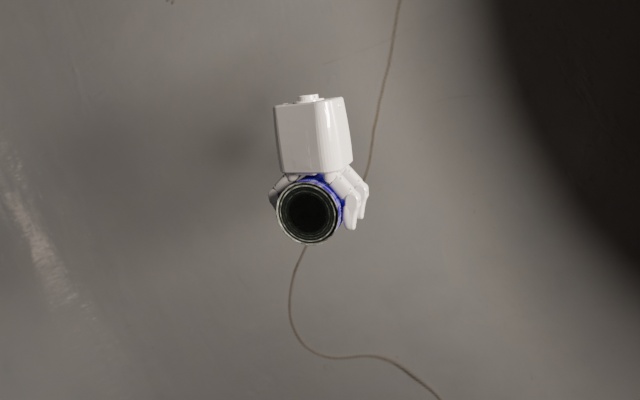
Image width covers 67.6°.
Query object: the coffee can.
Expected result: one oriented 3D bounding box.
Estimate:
[{"bbox_3d":[0.000,0.003,0.791,0.103,0.103,0.140,0,16,18],"label":"coffee can"}]
